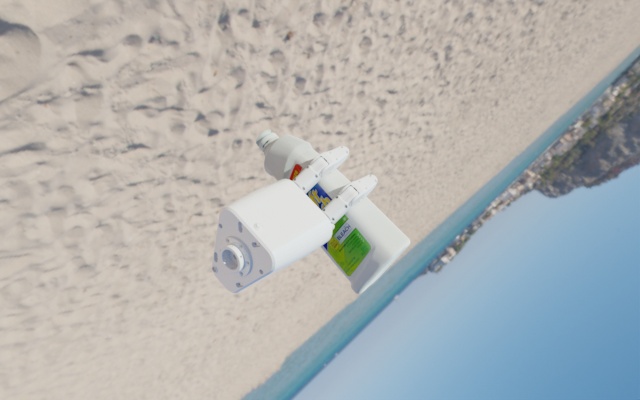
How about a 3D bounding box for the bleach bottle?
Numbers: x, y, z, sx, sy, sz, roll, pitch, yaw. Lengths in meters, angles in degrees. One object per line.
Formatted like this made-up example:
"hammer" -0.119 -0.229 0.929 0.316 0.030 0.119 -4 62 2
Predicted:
"bleach bottle" 0.000 0.002 0.654 0.068 0.250 0.103 -28 -22 -49
